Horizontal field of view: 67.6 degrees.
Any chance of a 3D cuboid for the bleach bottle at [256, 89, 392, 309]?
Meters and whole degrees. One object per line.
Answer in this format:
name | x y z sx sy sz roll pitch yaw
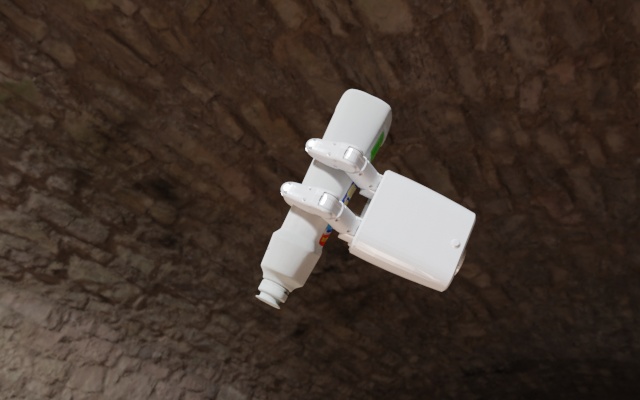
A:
bleach bottle | 0.000 0.002 0.536 0.068 0.250 0.103 25 -18 6
